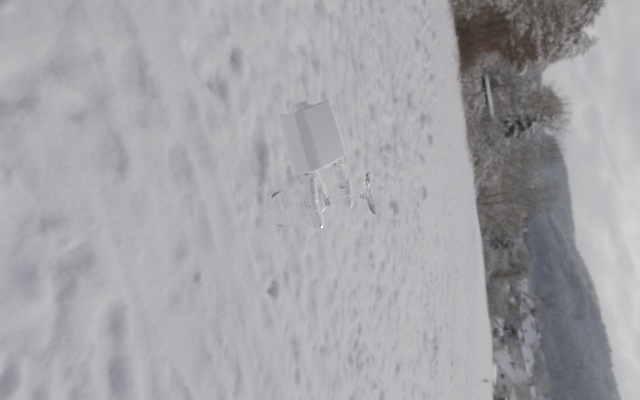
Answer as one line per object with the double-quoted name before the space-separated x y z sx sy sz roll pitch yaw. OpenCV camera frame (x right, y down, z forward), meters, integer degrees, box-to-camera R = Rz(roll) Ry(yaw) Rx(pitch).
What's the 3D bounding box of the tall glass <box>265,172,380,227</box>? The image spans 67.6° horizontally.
"tall glass" 0.001 0.003 0.866 0.201 0.079 0.079 -10 -4 23
